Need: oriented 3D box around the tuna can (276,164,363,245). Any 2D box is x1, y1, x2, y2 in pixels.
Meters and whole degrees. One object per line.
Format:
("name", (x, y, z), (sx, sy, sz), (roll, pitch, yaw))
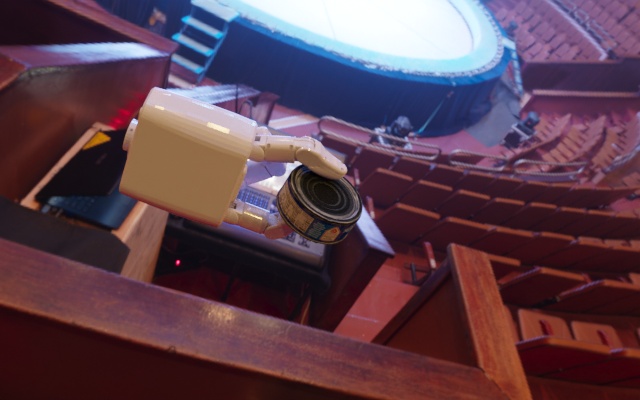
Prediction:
("tuna can", (0.000, 0.001, 0.491), (0.086, 0.086, 0.034), (0, -41, -38))
